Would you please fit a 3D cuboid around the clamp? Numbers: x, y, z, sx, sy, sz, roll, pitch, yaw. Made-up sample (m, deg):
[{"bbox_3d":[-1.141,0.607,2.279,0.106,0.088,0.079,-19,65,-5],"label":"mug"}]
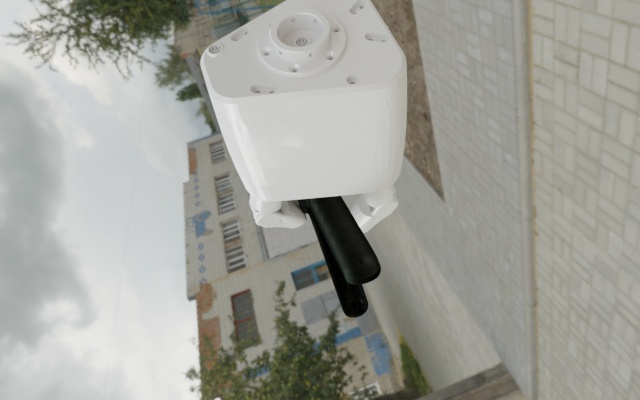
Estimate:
[{"bbox_3d":[-0.001,0.001,0.418,0.036,0.210,0.165,-19,-28,-7],"label":"clamp"}]
